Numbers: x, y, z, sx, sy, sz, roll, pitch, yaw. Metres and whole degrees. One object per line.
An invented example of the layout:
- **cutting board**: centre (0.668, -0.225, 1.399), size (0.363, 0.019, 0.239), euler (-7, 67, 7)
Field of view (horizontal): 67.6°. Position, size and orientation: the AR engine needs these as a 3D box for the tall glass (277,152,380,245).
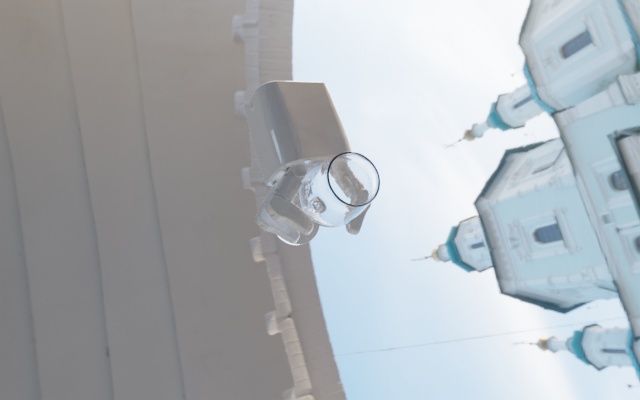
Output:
- **tall glass**: centre (0.000, 0.002, 0.595), size (0.079, 0.079, 0.201), euler (0, -14, -22)
